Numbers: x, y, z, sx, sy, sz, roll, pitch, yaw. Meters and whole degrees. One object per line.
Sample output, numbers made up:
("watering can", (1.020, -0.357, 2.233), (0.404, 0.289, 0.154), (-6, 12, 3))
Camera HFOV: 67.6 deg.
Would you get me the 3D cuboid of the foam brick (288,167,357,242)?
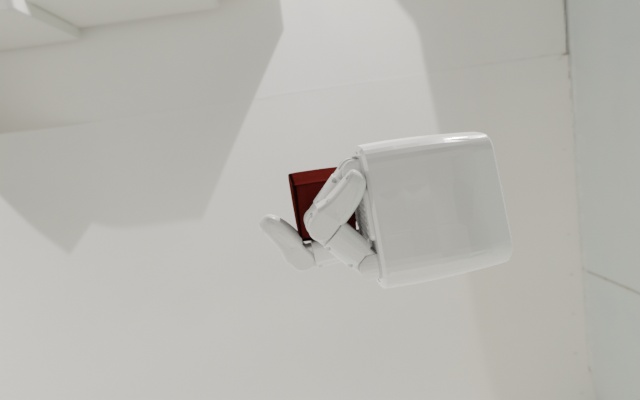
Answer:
("foam brick", (0.000, 0.001, 0.447), (0.051, 0.053, 0.078), (-9, 12, -5))
